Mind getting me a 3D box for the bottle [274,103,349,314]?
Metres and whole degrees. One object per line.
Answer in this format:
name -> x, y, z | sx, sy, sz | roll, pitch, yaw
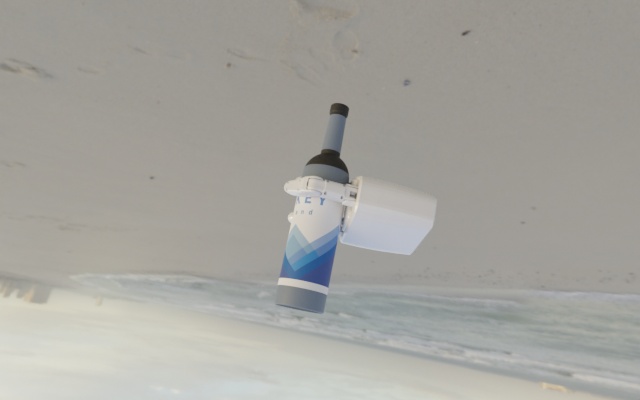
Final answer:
bottle -> 0.000, 0.002, 0.660 | 0.069, 0.295, 0.069 | 11, -15, 3
